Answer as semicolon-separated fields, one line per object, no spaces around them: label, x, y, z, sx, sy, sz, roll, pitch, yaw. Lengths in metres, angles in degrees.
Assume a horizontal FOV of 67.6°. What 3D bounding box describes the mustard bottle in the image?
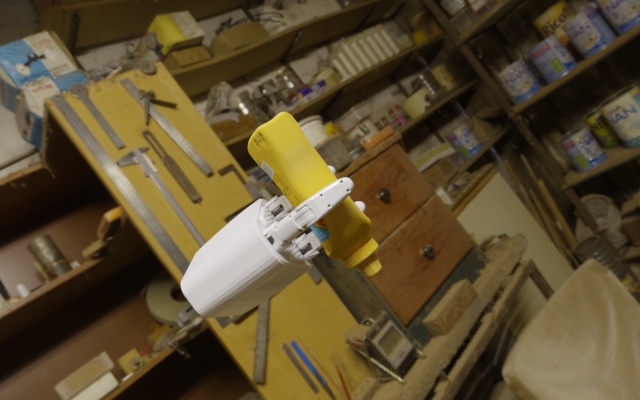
mustard bottle;0.000;0.001;0.511;0.058;0.191;0.096;-37;-2;-15
